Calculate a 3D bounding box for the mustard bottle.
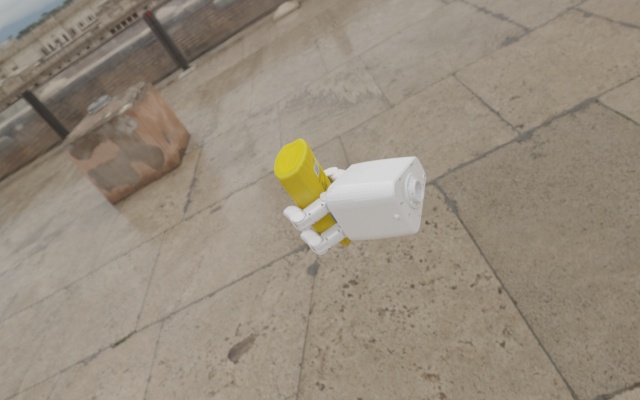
[{"bbox_3d":[0.000,0.002,0.746,0.058,0.192,0.096,-24,34,16],"label":"mustard bottle"}]
